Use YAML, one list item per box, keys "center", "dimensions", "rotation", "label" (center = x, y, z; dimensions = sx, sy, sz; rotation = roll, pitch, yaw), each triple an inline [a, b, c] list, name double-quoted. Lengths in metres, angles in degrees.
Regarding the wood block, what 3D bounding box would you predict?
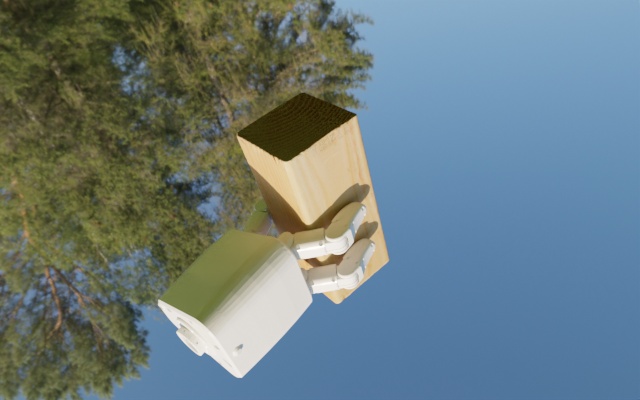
- center: [0.000, 0.002, 0.521]
  dimensions: [0.090, 0.206, 0.090]
  rotation: [-37, 44, -21]
  label: "wood block"
